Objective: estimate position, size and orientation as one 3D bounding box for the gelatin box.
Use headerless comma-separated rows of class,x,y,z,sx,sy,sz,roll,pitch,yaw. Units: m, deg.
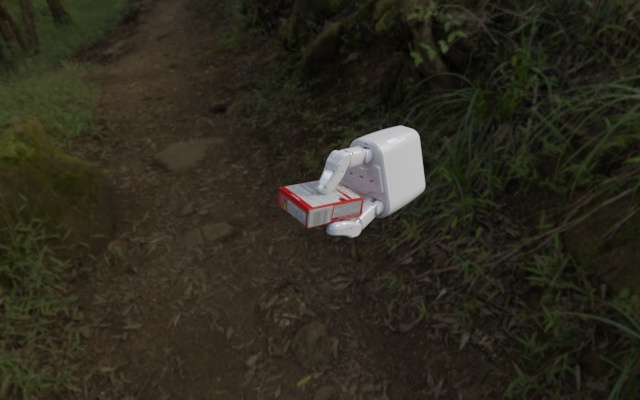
gelatin box,0.000,0.002,0.629,0.089,0.030,0.073,-11,30,-33
